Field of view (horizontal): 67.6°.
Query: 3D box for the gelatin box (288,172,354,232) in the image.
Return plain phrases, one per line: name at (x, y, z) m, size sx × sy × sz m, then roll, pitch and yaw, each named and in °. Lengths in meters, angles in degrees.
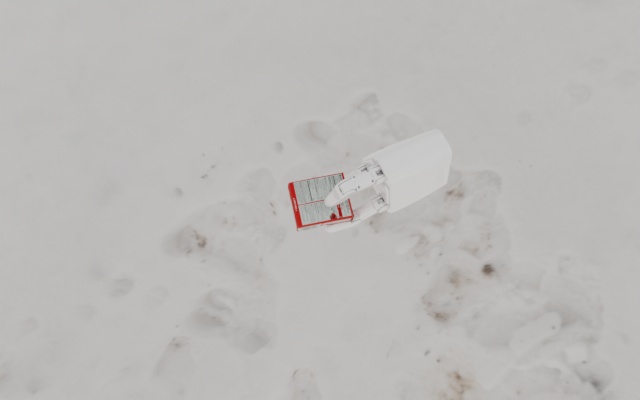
gelatin box at (0.000, 0.002, 0.730) m, size 0.089 × 0.073 × 0.030 m, roll -11°, pitch -14°, yaw -7°
